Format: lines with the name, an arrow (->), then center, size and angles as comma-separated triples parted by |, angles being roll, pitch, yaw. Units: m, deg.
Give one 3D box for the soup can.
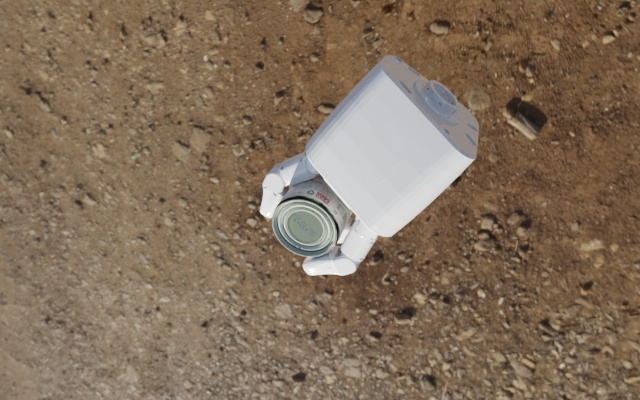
soup can -> 0.000, 0.002, 0.484 | 0.068, 0.068, 0.102 | 0, 30, 20
